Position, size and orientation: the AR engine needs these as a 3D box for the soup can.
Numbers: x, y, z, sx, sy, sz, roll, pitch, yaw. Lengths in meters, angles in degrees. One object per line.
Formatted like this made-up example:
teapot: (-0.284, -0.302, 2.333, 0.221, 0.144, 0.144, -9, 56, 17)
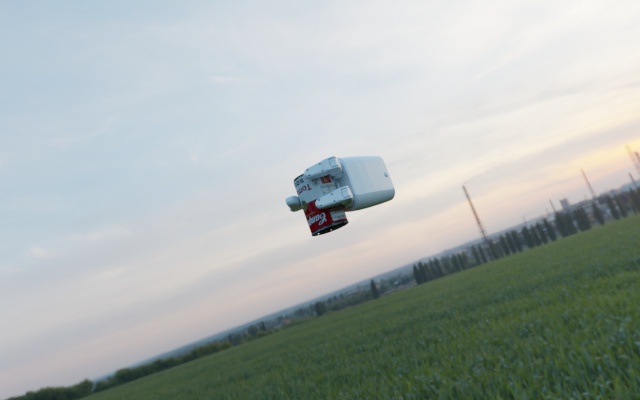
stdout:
soup can: (0.000, 0.003, 0.823, 0.068, 0.102, 0.068, -19, -11, -4)
